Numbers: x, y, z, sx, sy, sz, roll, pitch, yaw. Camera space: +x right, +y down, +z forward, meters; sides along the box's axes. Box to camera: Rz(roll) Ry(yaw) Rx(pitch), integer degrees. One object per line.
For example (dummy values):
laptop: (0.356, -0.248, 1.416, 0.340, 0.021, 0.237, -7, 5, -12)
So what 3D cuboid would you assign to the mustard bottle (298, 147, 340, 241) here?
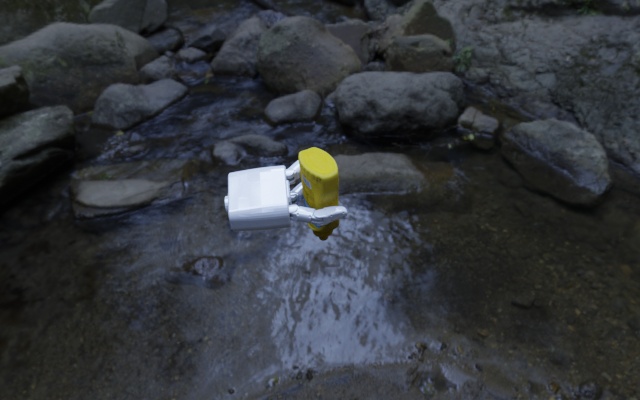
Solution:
mustard bottle: (0.000, 0.003, 0.892, 0.058, 0.192, 0.096, -22, 44, -20)
